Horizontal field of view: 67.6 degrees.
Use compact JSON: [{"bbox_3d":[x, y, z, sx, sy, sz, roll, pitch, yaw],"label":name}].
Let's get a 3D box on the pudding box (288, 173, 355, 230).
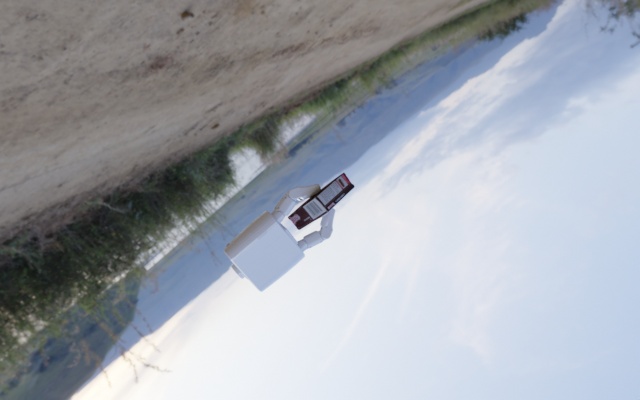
[{"bbox_3d":[0.000,0.003,0.893,0.090,0.039,0.113,-43,7,-37],"label":"pudding box"}]
